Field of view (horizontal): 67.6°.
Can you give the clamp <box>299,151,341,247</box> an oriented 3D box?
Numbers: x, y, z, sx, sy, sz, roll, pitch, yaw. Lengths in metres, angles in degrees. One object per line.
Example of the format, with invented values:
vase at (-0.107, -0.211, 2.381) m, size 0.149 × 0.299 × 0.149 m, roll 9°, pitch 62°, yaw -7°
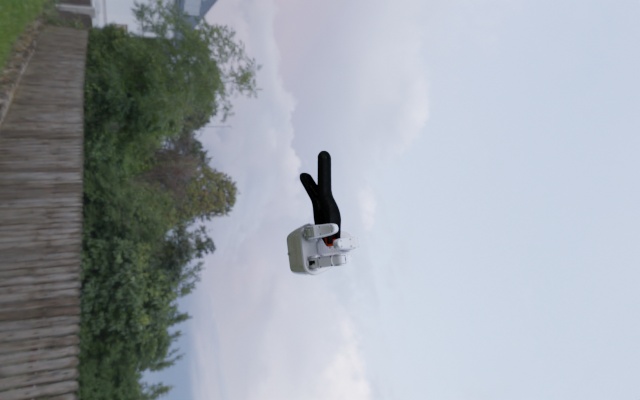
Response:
clamp at (0.001, 0.003, 0.894) m, size 0.039 × 0.171 × 0.120 m, roll -5°, pitch -8°, yaw -19°
